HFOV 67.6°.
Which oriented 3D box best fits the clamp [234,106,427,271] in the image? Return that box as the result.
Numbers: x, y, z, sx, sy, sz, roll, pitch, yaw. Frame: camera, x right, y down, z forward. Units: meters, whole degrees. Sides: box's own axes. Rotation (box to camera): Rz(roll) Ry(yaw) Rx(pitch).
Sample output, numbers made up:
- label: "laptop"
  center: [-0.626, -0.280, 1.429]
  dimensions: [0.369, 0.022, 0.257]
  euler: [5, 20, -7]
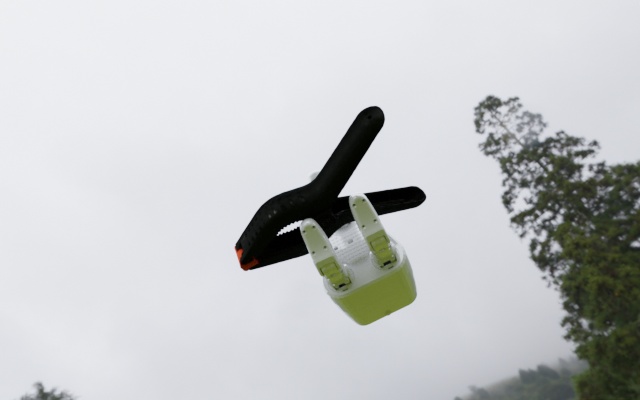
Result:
- label: "clamp"
  center: [-0.001, 0.001, 0.478]
  dimensions: [0.210, 0.036, 0.165]
  euler: [-28, -38, 3]
